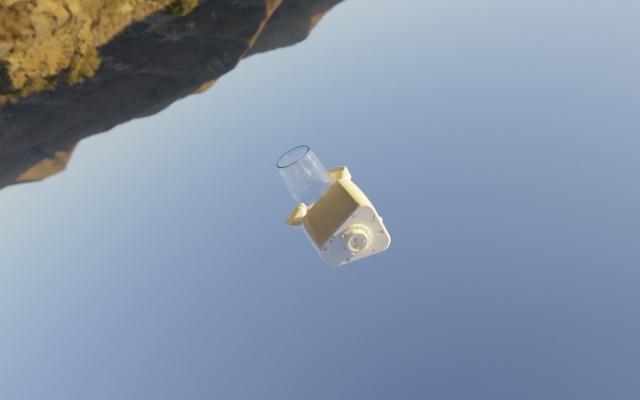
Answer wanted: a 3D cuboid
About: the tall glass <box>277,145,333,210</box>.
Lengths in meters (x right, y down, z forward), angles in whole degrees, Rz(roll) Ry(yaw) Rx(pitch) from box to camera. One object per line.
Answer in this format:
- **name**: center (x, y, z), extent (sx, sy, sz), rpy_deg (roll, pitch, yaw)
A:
- **tall glass**: center (0.000, 0.003, 0.833), extent (0.079, 0.201, 0.079), rpy_deg (-24, 27, 14)
